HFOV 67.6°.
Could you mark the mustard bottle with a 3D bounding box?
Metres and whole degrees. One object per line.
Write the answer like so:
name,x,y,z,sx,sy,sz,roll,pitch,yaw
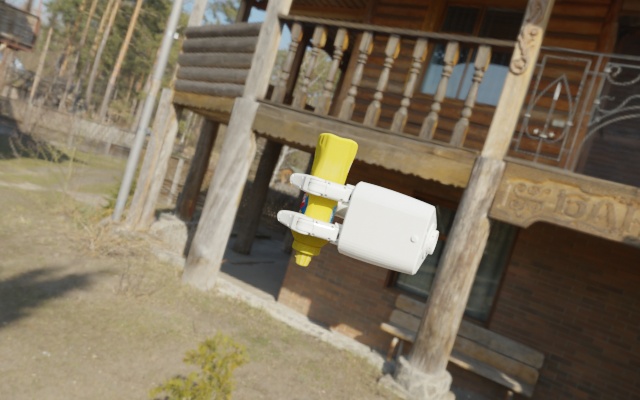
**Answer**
mustard bottle,0.000,0.002,0.692,0.058,0.191,0.096,16,3,-4
